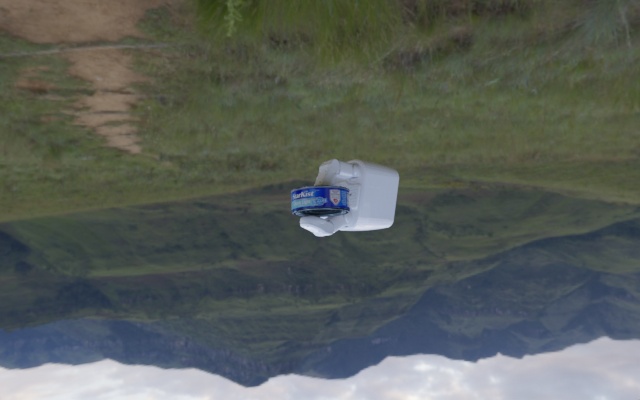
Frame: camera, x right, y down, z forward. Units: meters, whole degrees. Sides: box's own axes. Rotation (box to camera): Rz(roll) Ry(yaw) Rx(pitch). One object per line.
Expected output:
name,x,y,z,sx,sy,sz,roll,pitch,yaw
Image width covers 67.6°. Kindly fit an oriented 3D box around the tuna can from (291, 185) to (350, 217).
tuna can,0.000,0.003,0.693,0.086,0.033,0.086,-1,-10,0
